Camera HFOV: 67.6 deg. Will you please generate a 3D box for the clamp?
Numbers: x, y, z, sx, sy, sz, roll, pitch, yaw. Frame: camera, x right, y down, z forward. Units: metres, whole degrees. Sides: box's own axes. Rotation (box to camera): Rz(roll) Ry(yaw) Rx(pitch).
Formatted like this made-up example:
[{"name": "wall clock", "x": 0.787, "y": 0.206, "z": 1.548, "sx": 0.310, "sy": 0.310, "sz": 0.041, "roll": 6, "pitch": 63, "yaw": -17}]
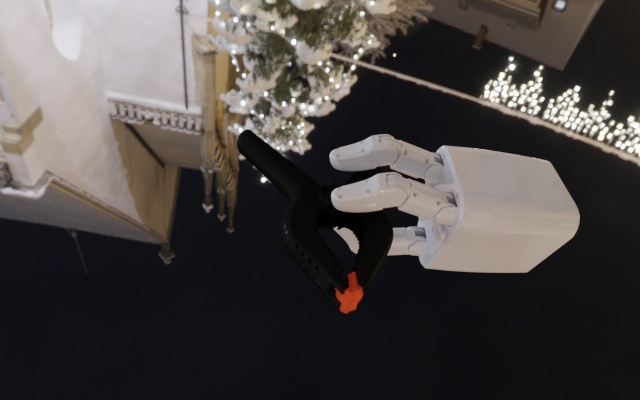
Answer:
[{"name": "clamp", "x": 0.000, "y": 0.002, "z": 0.423, "sx": 0.164, "sy": 0.036, "sz": 0.209, "roll": 4, "pitch": 43, "yaw": -5}]
